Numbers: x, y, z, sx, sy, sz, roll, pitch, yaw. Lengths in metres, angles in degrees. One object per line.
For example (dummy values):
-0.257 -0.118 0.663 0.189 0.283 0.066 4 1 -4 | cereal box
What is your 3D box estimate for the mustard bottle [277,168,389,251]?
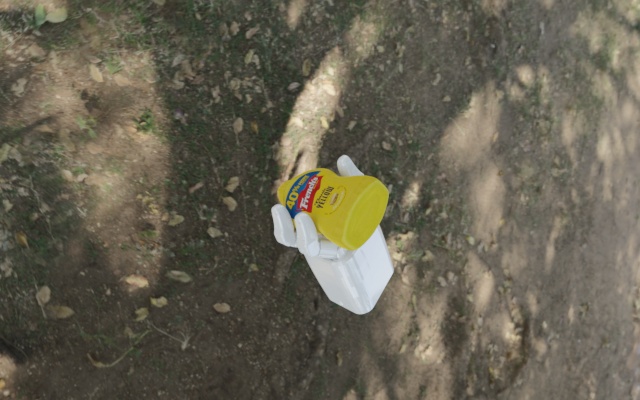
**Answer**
0.000 0.002 0.665 0.058 0.096 0.191 38 -14 -38 | mustard bottle
